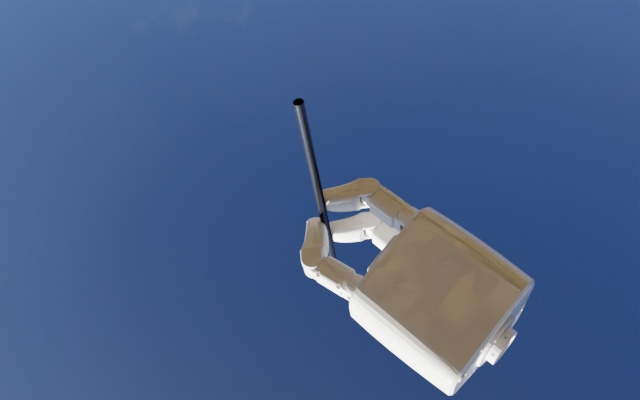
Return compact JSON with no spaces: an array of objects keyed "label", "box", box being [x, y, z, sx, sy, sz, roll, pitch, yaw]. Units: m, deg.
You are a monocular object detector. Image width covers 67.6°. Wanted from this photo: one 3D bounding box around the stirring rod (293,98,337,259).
[{"label":"stirring rod","box":[0.000,0.001,0.437,0.011,0.011,0.240,0,-37,9]}]
